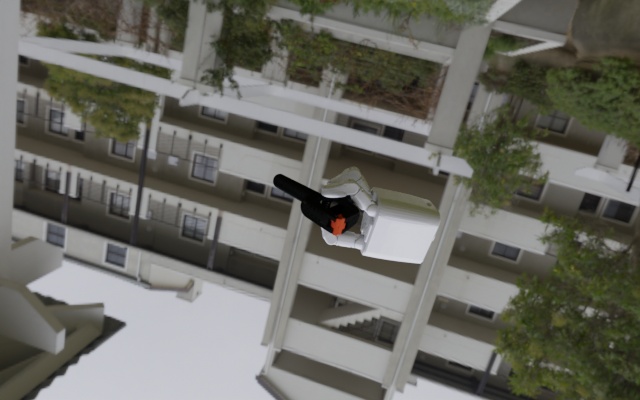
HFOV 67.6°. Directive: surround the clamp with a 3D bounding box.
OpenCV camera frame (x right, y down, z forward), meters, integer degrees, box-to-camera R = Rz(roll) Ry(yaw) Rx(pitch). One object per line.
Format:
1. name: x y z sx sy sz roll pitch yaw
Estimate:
1. clamp: 0.000 0.004 0.782 0.164 0.036 0.210 10 17 -6
